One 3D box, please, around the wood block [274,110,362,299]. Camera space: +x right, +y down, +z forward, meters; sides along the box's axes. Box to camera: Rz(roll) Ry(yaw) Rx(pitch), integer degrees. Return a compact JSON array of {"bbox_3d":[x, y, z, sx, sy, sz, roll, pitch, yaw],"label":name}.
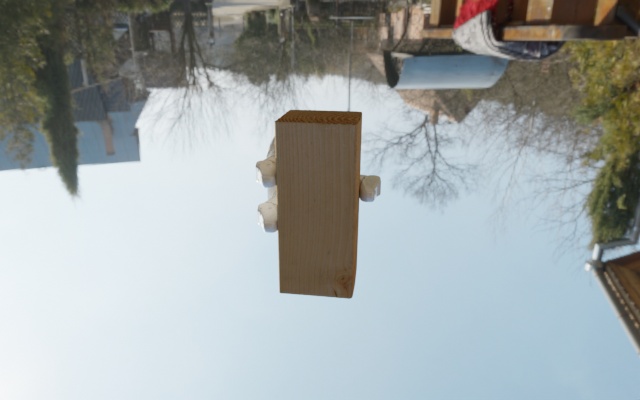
[{"bbox_3d":[0.000,0.002,0.571,0.091,0.206,0.090,3,20,8],"label":"wood block"}]
